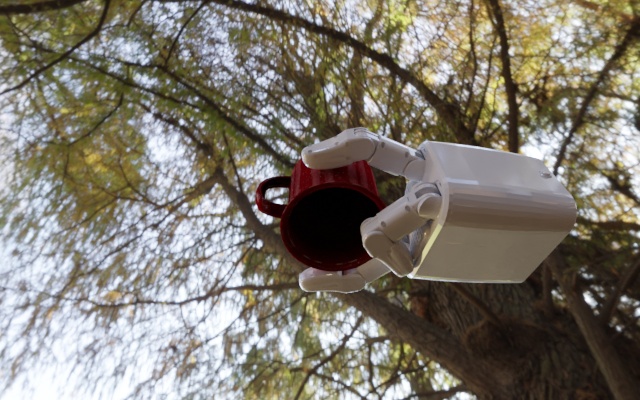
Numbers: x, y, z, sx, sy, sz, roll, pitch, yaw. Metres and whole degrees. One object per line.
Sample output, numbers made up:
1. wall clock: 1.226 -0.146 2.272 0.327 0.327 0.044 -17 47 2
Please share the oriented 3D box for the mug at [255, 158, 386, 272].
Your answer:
1. mug: -0.001 0.001 0.430 0.117 0.093 0.081 6 33 -5
